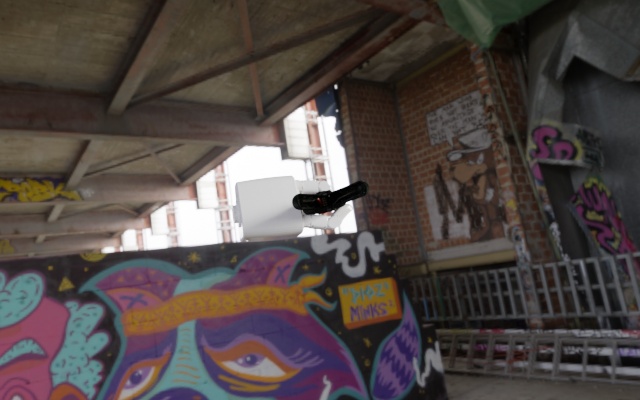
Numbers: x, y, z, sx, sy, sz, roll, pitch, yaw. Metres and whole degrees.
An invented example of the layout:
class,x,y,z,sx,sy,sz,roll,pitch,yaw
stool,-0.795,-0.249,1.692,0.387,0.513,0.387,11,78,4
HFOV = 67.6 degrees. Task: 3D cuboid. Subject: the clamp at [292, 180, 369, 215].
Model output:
class,x,y,z,sx,sy,sz,roll,pitch,yaw
clamp,0.000,0.002,0.794,0.120,0.039,0.171,-5,-11,-15
